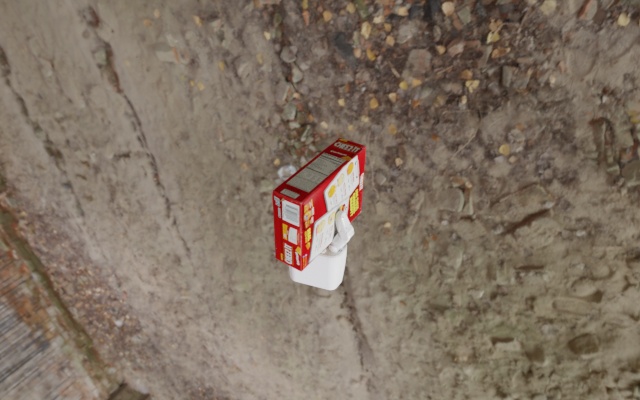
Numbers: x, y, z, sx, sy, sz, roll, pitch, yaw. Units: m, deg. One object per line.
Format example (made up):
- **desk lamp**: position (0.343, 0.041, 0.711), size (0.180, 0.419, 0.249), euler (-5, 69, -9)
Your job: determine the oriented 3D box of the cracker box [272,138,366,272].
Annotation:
- **cracker box**: position (0.000, 0.003, 0.896), size (0.072, 0.164, 0.213), euler (23, 44, 25)
